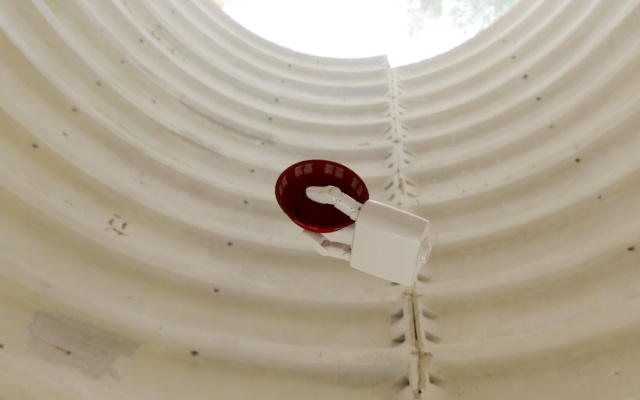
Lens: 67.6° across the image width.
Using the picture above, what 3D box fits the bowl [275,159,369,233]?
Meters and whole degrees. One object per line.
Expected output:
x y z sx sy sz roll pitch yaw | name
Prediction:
-0.001 0.002 0.825 0.162 0.162 0.055 0 -41 -10 | bowl
